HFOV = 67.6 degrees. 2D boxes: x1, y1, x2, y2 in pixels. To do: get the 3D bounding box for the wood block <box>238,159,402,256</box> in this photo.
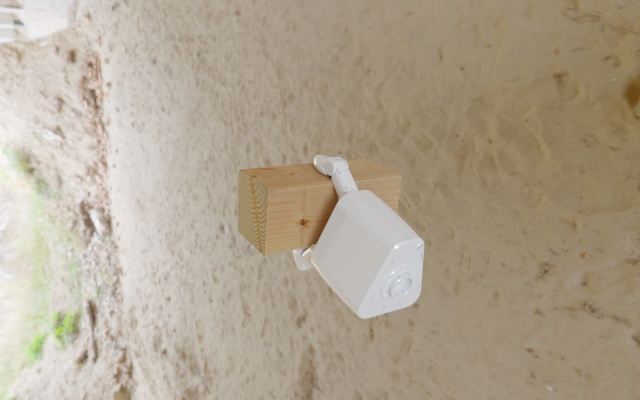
[{"bbox_3d":[0.000,0.002,0.656,0.206,0.091,0.090,-7,23,-31],"label":"wood block"}]
